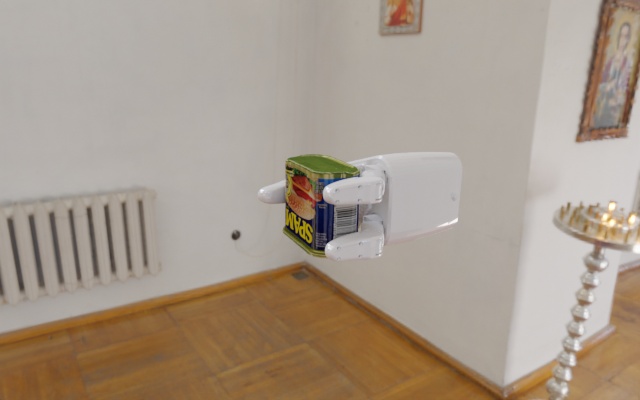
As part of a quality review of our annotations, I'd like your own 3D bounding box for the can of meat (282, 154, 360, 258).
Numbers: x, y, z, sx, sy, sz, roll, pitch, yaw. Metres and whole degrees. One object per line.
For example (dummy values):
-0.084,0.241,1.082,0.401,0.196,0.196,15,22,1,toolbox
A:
0.000,0.001,0.494,0.057,0.084,0.102,-6,17,-25,can of meat
